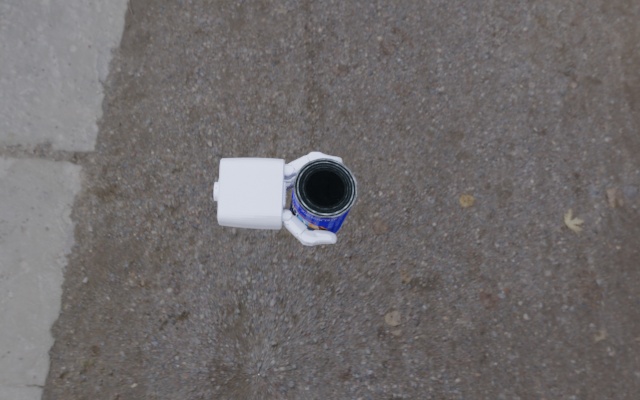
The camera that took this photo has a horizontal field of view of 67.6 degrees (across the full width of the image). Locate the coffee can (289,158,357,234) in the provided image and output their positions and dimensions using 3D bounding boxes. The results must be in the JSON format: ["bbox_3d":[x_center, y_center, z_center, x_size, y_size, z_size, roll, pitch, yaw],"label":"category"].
[{"bbox_3d":[0.000,0.003,0.818,0.103,0.102,0.140,0,-20,-7],"label":"coffee can"}]
